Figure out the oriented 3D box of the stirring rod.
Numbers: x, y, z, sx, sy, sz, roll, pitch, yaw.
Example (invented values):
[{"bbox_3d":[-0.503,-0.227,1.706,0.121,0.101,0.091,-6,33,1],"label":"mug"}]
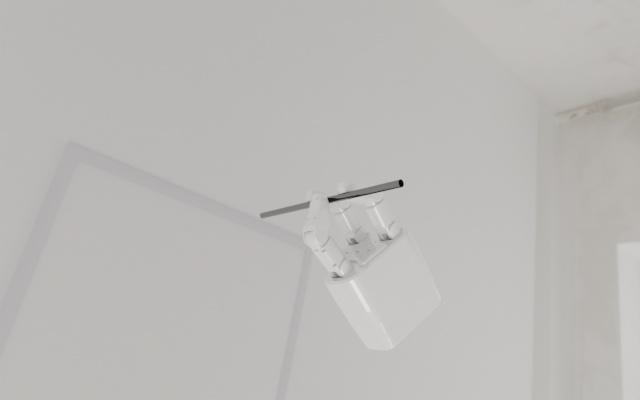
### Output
[{"bbox_3d":[0.000,0.002,0.553,0.011,0.011,0.239,0,-9,-41],"label":"stirring rod"}]
